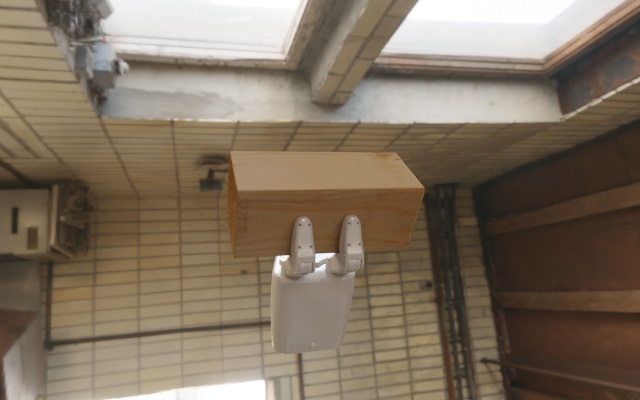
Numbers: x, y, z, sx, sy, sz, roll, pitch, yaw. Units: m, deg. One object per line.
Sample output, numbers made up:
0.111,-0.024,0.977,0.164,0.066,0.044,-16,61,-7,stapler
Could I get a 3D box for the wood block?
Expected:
0.000,0.002,0.555,0.206,0.090,0.090,-1,33,-17,wood block
